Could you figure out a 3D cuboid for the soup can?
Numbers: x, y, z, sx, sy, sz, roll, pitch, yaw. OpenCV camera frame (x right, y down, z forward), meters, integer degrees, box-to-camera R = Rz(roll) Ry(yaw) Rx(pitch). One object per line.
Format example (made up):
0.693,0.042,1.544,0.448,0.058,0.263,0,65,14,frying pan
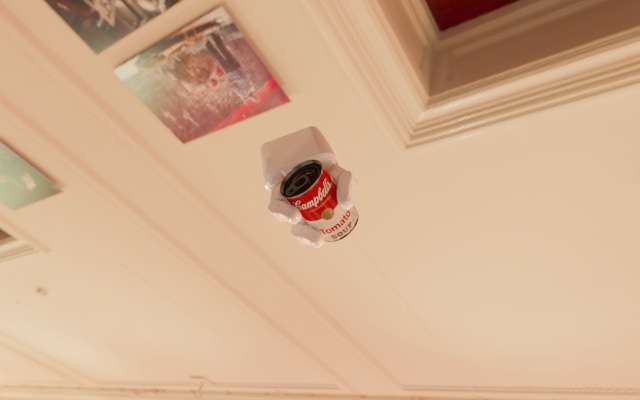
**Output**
0.000,0.003,0.663,0.068,0.068,0.102,0,-39,43,soup can
